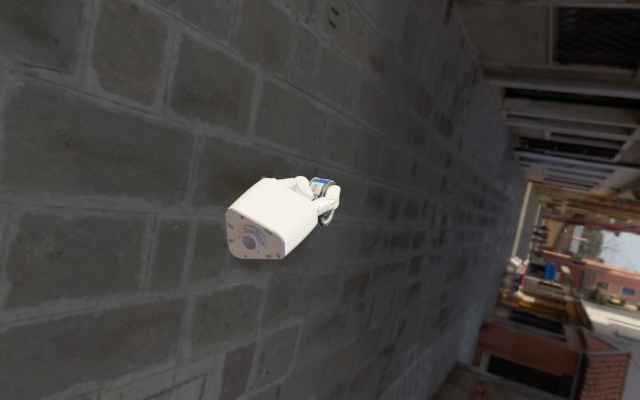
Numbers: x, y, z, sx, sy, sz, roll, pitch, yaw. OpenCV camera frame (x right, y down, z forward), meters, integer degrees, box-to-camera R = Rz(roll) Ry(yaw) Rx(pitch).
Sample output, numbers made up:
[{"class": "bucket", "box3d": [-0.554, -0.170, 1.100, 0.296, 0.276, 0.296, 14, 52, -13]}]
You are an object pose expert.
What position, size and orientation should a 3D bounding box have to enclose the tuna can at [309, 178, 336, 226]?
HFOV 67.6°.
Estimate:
[{"class": "tuna can", "box3d": [0.001, 0.003, 0.868, 0.034, 0.086, 0.086, 9, 3, 21]}]
